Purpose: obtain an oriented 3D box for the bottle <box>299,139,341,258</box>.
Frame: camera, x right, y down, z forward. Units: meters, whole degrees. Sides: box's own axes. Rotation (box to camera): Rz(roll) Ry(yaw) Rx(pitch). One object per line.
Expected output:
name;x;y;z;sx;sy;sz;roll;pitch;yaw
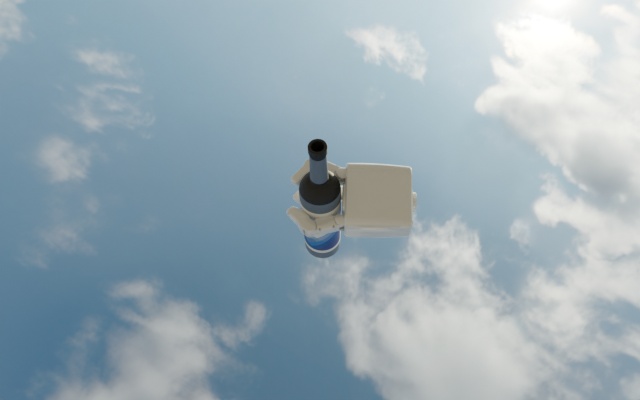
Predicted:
bottle;0.000;0.003;0.777;0.069;0.069;0.296;0;-31;2
